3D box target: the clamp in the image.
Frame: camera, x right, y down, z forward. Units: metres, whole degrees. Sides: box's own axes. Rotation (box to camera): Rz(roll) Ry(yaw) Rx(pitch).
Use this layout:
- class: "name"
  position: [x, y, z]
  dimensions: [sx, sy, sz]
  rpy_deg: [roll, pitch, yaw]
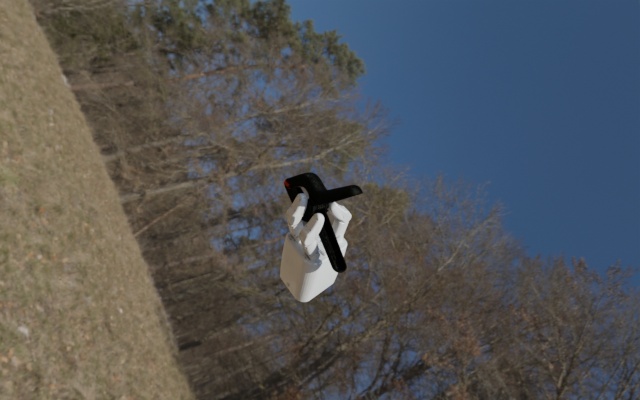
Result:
- class: "clamp"
  position: [0.000, 0.003, 0.844]
  dimensions: [0.036, 0.165, 0.210]
  rpy_deg: [-9, 40, -33]
